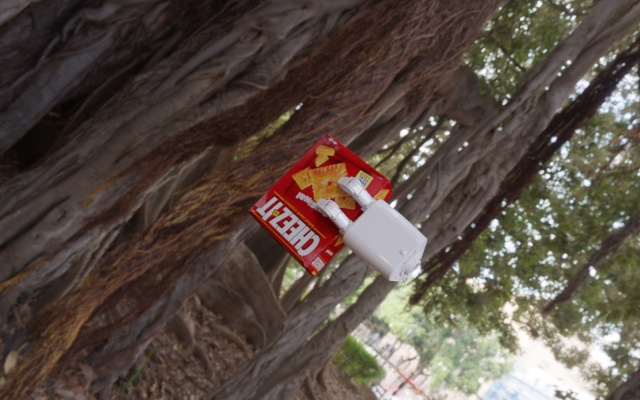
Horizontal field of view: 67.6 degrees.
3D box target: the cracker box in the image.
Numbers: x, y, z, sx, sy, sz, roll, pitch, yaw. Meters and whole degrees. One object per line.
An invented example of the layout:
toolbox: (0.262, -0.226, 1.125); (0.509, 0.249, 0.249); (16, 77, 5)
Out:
cracker box: (0.000, 0.003, 0.875); (0.164, 0.213, 0.072); (41, -9, 26)
